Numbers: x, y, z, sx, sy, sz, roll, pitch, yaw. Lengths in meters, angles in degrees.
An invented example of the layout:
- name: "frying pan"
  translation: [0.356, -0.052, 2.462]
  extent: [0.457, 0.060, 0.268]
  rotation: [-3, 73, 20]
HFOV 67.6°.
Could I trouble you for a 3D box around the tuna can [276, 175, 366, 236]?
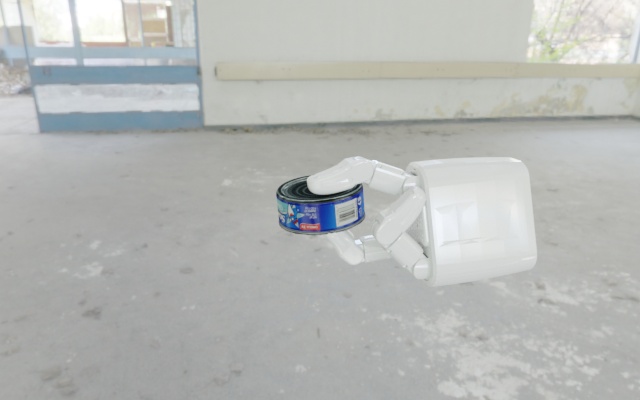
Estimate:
- name: "tuna can"
  translation: [0.000, 0.001, 0.464]
  extent: [0.086, 0.034, 0.086]
  rotation: [-5, 20, 2]
